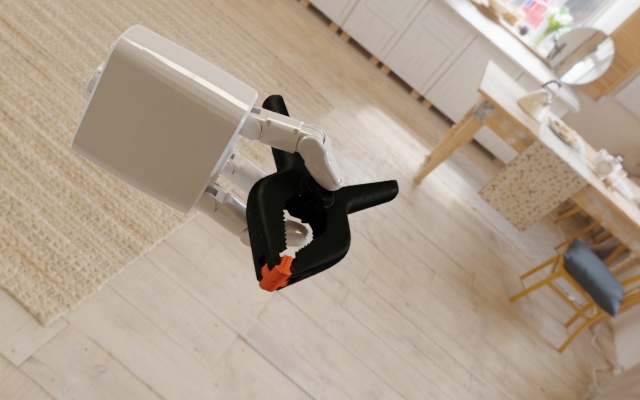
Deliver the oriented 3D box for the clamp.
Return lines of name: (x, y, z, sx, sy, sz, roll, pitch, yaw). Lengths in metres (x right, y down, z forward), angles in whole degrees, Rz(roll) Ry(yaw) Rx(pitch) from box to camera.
clamp: (0.000, 0.001, 0.420, 0.164, 0.209, 0.036, 30, -51, -15)
